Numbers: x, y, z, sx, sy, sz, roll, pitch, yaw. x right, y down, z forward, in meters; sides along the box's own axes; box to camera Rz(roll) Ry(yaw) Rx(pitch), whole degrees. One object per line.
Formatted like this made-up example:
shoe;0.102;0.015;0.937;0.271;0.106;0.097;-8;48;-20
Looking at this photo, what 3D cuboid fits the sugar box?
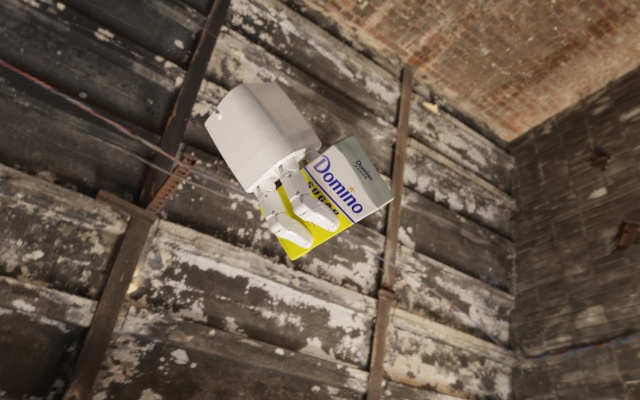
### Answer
sugar box;0.000;0.002;0.608;0.048;0.093;0.176;-30;-5;-44
